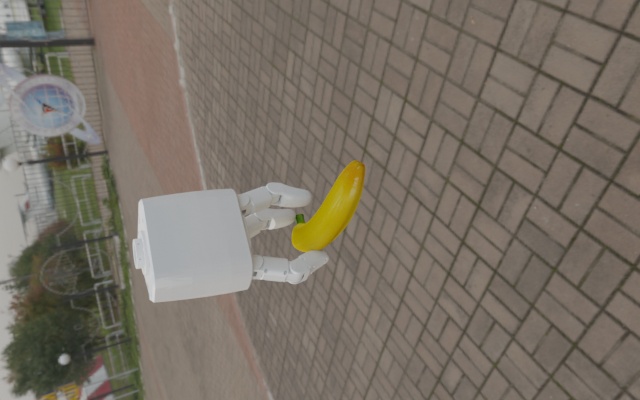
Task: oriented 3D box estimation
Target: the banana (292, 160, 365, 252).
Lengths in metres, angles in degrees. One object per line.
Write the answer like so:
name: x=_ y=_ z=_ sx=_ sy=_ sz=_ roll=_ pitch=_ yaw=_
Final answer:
banana: x=0.001 y=0.021 z=0.565 sx=0.037 sy=0.069 sz=0.198 roll=0 pitch=-19 yaw=-25
